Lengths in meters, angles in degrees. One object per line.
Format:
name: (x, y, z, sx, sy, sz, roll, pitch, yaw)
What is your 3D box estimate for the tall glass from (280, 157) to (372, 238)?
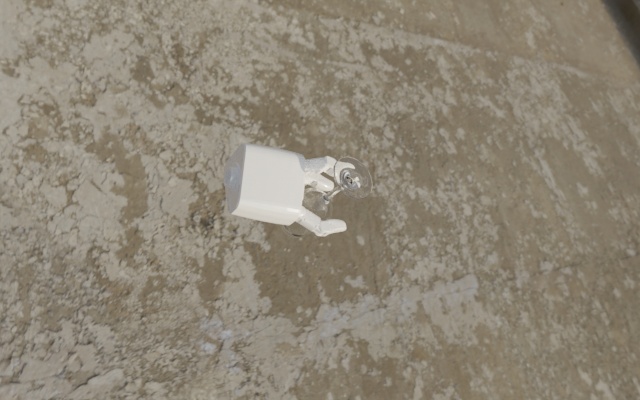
tall glass: (0.001, 0.003, 0.826, 0.079, 0.079, 0.201, 0, -23, -34)
